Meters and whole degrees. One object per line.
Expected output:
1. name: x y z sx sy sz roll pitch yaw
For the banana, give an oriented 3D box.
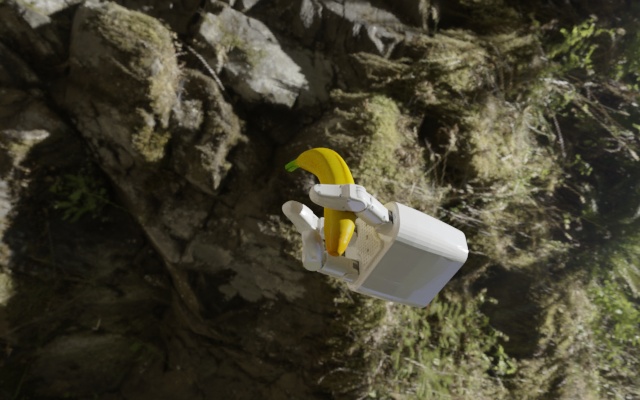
1. banana: 0.010 -0.014 0.565 0.037 0.070 0.197 25 21 -30
